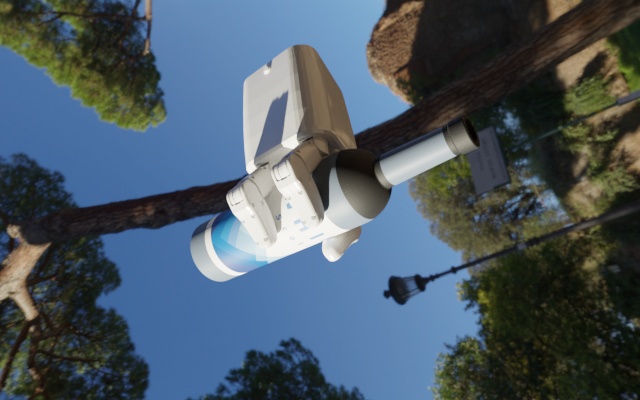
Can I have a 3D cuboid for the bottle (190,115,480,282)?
[{"bbox_3d":[0.000,0.002,0.433,0.296,0.069,0.069,-25,-14,32],"label":"bottle"}]
